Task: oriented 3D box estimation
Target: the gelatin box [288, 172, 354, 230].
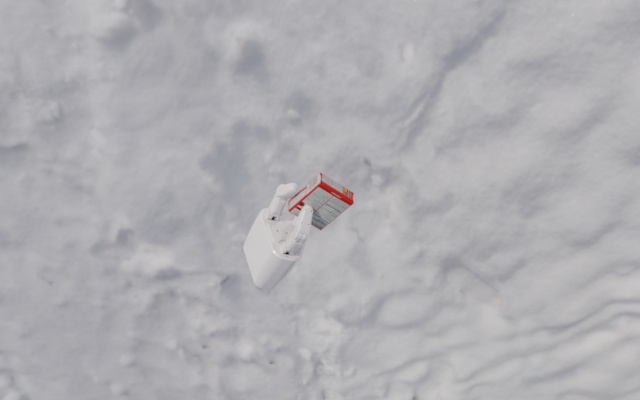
[{"bbox_3d":[0.000,0.003,0.799,0.073,0.030,0.089,30,-51,-26],"label":"gelatin box"}]
